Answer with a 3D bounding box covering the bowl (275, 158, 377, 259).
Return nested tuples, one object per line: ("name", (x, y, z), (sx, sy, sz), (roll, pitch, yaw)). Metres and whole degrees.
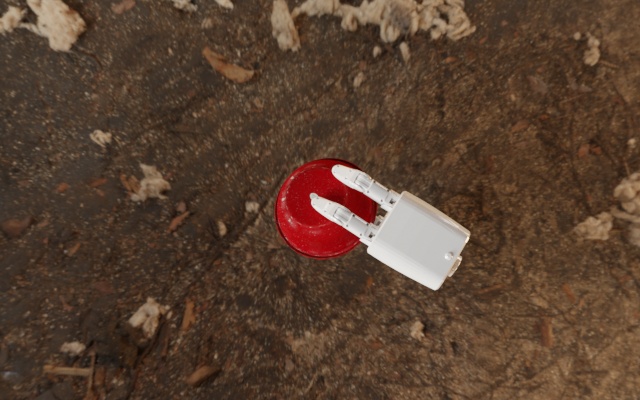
("bowl", (-0.001, 0.002, 0.705), (0.162, 0.162, 0.055), (0, -18, 15))
